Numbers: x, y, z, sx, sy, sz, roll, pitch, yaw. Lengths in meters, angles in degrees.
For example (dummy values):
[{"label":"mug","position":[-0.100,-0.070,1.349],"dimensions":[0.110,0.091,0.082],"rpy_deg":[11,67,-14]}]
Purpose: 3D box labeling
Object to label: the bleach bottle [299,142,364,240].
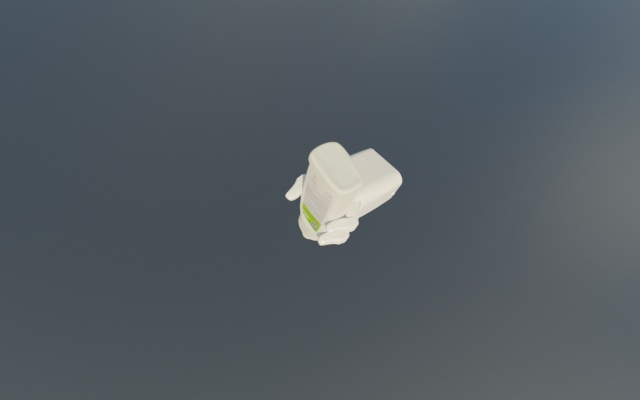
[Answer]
[{"label":"bleach bottle","position":[0.000,0.003,0.889],"dimensions":[0.068,0.102,0.251],"rpy_deg":[-27,-17,-26]}]
